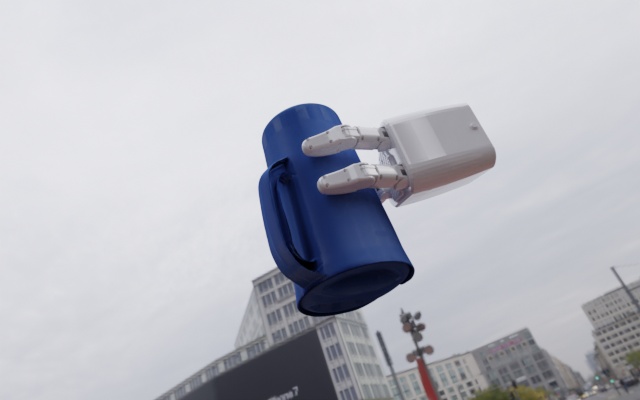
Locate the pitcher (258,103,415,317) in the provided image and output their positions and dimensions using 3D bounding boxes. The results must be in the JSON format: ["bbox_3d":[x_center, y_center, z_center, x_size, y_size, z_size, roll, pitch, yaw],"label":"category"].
[{"bbox_3d":[0.000,0.002,0.562,0.145,0.242,0.149,-15,-30,-8],"label":"pitcher"}]
